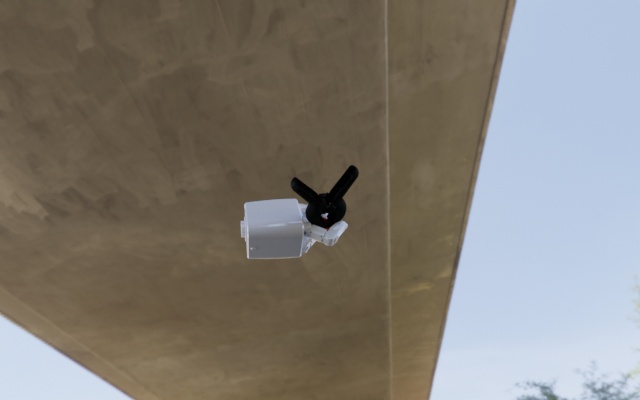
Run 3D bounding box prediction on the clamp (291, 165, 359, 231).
[{"bbox_3d":[0.000,0.003,0.880,0.120,0.039,0.172,-2,-41,-11],"label":"clamp"}]
